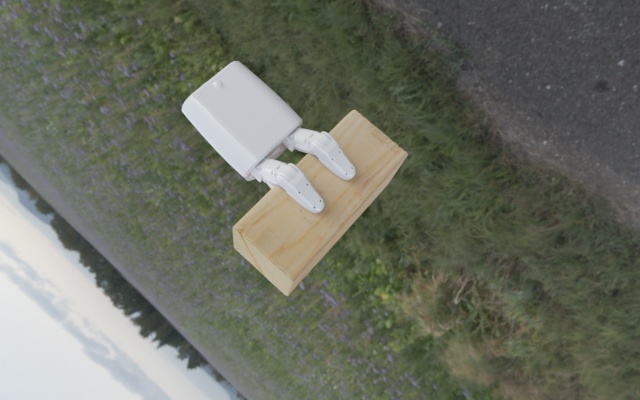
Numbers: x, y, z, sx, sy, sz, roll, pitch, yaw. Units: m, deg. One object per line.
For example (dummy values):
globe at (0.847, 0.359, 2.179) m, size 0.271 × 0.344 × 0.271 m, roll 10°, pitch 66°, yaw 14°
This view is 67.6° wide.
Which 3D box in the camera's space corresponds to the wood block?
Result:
wood block at (0.000, 0.002, 0.573) m, size 0.090 × 0.206 × 0.091 m, roll 41°, pitch -21°, yaw 7°
